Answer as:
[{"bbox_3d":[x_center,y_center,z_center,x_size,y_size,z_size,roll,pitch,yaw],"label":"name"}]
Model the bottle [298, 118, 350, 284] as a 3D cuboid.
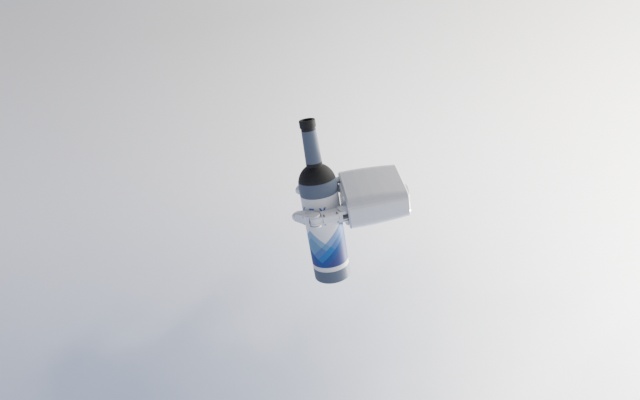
[{"bbox_3d":[0.000,0.003,0.835,0.069,0.296,0.069,-8,22,3],"label":"bottle"}]
